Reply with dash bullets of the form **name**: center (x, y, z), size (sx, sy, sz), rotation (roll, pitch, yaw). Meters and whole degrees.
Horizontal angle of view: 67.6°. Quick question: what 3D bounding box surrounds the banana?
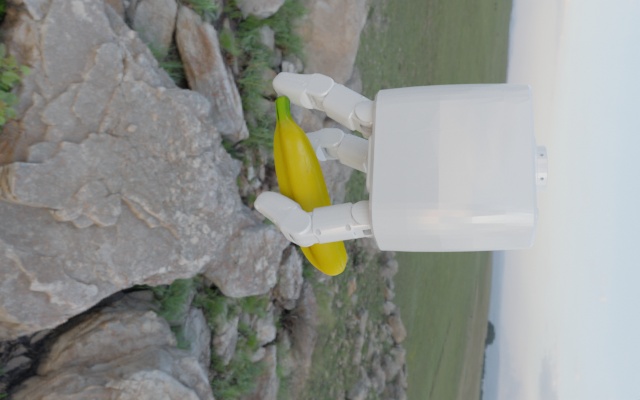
- **banana**: center (-0.004, 0.010, 0.421), size (0.037, 0.198, 0.069), rotation (-5, 37, 16)
